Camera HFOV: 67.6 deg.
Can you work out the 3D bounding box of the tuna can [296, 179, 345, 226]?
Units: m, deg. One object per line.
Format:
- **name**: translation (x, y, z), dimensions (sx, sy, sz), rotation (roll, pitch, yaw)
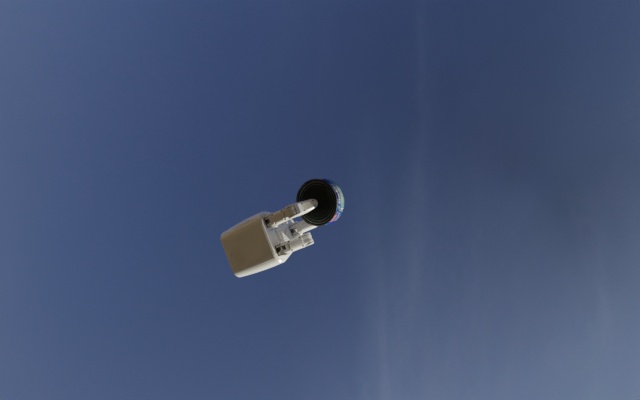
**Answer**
- **tuna can**: translation (0.000, 0.003, 0.869), dimensions (0.086, 0.086, 0.034), rotation (0, 4, 30)
